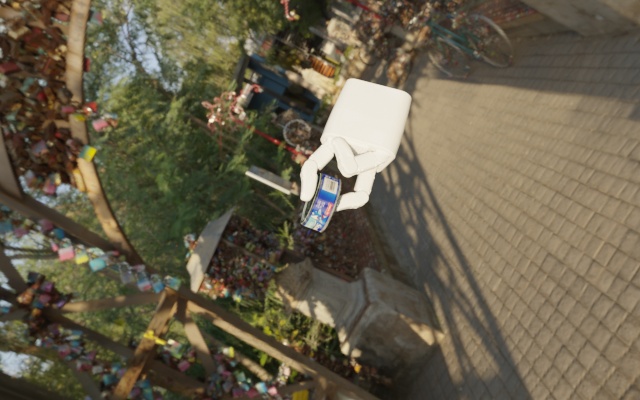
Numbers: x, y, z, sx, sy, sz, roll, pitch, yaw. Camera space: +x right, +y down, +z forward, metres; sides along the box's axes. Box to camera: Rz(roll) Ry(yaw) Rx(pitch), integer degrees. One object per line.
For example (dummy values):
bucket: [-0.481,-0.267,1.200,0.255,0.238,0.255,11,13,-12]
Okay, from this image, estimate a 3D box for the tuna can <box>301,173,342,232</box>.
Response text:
tuna can: [0.000,0.002,0.722,0.034,0.086,0.086,20,-3,-9]
